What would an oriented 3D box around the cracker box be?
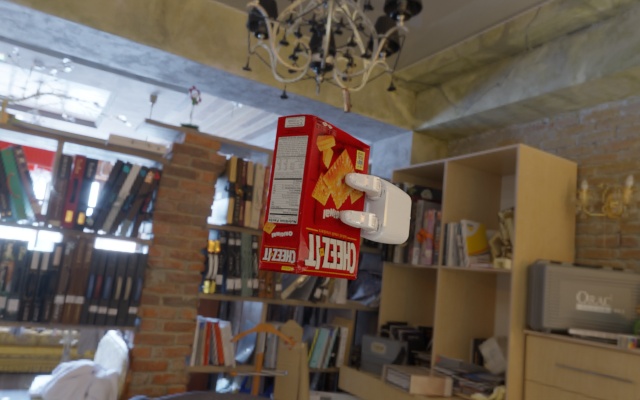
[{"bbox_3d":[0.000,0.002,0.691,0.072,0.213,0.164,1,-10,34],"label":"cracker box"}]
